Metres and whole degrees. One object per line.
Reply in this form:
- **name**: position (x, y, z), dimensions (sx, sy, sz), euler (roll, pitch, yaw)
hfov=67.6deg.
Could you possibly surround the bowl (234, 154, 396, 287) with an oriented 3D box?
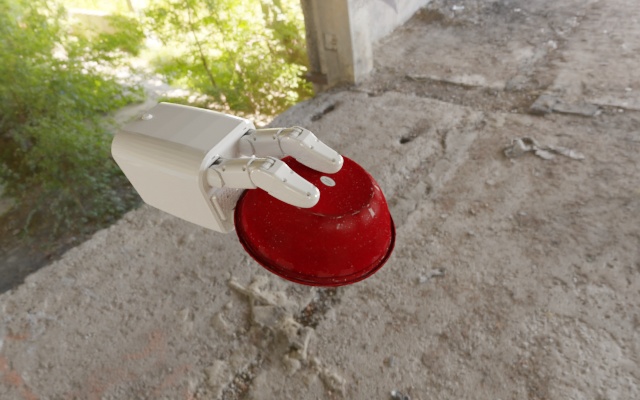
- **bowl**: position (0.001, 0.001, 0.455), dimensions (0.162, 0.055, 0.162), euler (7, 43, -7)
